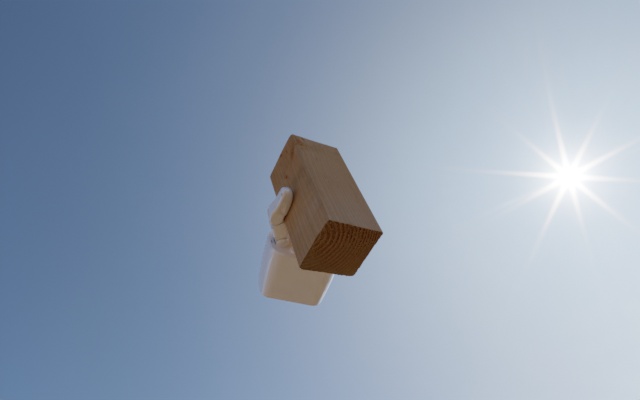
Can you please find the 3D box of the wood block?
[{"bbox_3d":[0.000,0.002,0.706,0.091,0.090,0.206,13,33,-29],"label":"wood block"}]
